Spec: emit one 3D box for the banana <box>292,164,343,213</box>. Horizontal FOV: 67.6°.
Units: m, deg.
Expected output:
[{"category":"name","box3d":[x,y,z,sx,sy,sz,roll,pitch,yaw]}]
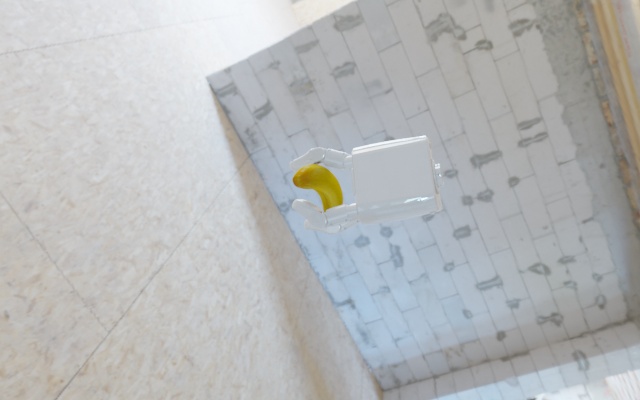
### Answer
[{"category":"banana","box3d":[0.004,-0.013,0.725,0.037,0.069,0.198,2,-24,18]}]
